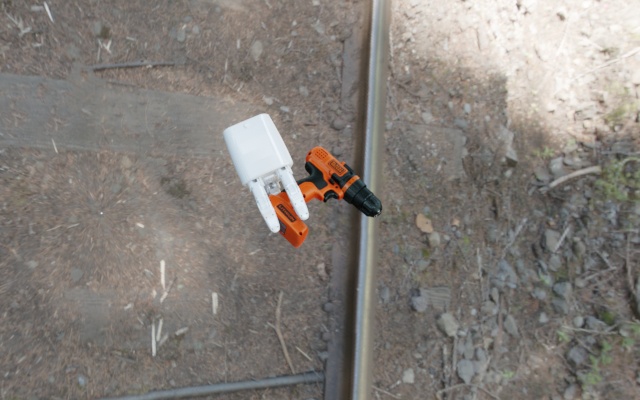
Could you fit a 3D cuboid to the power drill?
[{"bbox_3d":[0.000,0.003,0.889,0.187,0.184,0.057,-38,-18,-30],"label":"power drill"}]
